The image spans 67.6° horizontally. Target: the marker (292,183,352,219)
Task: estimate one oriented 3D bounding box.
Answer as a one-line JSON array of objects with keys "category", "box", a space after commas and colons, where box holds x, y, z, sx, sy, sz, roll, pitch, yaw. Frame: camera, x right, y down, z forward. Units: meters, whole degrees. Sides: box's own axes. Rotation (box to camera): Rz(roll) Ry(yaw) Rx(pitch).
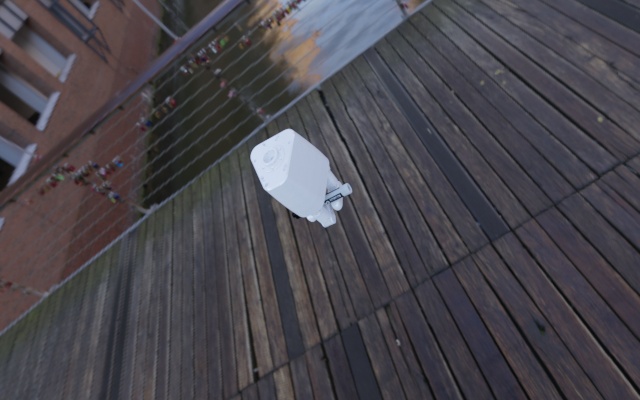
[{"category": "marker", "box": [0.000, 0.003, 0.850, 0.121, 0.020, 0.020, -26, -11, 22]}]
